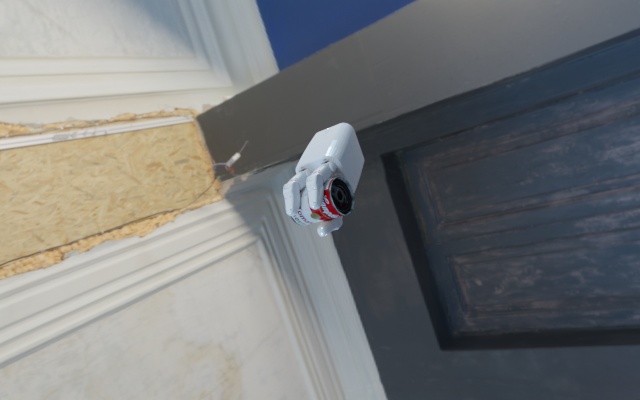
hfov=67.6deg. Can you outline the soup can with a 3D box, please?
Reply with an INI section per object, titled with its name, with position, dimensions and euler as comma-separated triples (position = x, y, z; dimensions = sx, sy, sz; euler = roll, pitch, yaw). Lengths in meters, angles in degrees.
[soup can]
position = 0.000, 0.003, 0.845
dimensions = 0.102, 0.068, 0.068
euler = -16, -10, 37
